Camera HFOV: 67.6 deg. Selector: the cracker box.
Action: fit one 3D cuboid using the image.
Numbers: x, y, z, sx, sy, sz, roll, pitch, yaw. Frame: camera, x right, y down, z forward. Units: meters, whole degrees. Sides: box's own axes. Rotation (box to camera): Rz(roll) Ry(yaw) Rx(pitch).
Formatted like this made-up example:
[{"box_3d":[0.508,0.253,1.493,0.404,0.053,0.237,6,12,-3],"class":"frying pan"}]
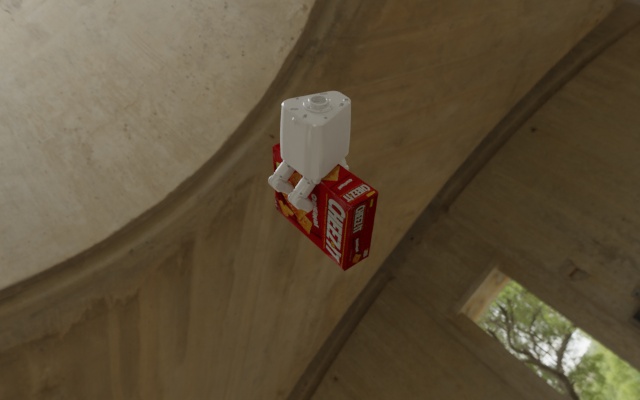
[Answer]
[{"box_3d":[0.000,0.003,0.879,0.072,0.164,0.213,-29,51,-29],"class":"cracker box"}]
